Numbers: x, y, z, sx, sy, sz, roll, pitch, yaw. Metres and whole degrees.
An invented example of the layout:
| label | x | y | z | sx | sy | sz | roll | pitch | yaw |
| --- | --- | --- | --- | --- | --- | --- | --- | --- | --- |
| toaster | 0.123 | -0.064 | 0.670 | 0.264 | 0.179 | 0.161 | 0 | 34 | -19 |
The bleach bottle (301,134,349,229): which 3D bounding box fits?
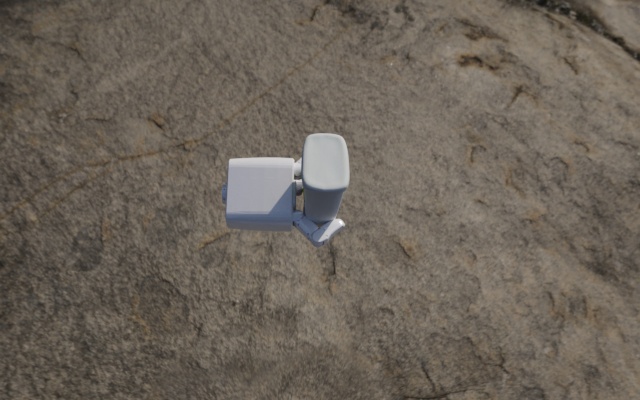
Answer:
| label | x | y | z | sx | sy | sz | roll | pitch | yaw |
| --- | --- | --- | --- | --- | --- | --- | --- | --- | --- |
| bleach bottle | 0.000 | 0.002 | 0.778 | 0.068 | 0.102 | 0.251 | 1 | -29 | -3 |
